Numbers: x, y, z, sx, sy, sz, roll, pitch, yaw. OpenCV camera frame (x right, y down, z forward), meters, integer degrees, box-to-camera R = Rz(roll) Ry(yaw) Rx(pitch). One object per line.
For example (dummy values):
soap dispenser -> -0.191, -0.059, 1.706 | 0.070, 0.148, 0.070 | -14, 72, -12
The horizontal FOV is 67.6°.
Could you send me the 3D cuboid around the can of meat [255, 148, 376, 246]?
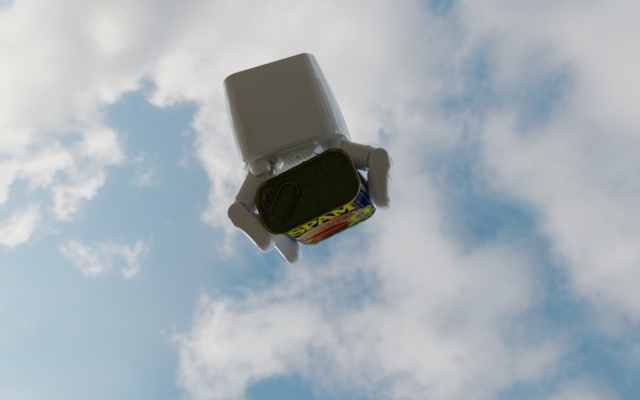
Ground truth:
can of meat -> 0.000, 0.002, 0.478 | 0.102, 0.057, 0.084 | -26, -21, 12
